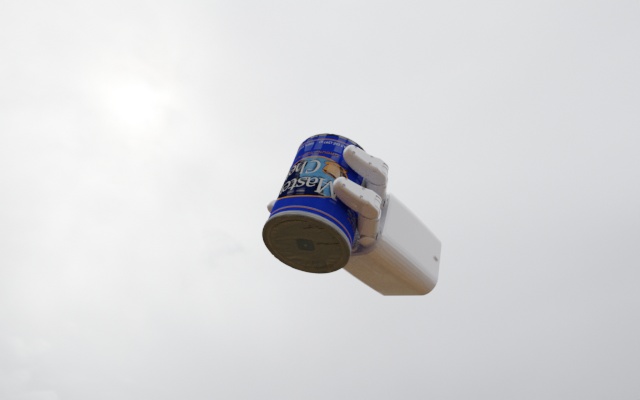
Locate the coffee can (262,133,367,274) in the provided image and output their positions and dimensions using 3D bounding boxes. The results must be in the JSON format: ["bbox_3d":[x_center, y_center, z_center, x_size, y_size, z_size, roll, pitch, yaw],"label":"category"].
[{"bbox_3d":[0.000,0.002,0.576,0.103,0.140,0.103,11,-42,10],"label":"coffee can"}]
